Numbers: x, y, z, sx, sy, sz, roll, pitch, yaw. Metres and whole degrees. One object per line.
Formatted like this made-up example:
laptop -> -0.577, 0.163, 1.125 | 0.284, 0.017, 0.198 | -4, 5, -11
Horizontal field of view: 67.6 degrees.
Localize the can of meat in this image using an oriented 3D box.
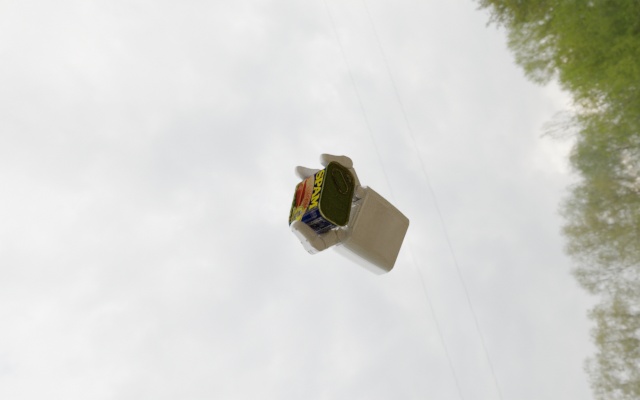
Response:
can of meat -> 0.000, 0.003, 0.730 | 0.057, 0.102, 0.084 | 32, -38, -28
